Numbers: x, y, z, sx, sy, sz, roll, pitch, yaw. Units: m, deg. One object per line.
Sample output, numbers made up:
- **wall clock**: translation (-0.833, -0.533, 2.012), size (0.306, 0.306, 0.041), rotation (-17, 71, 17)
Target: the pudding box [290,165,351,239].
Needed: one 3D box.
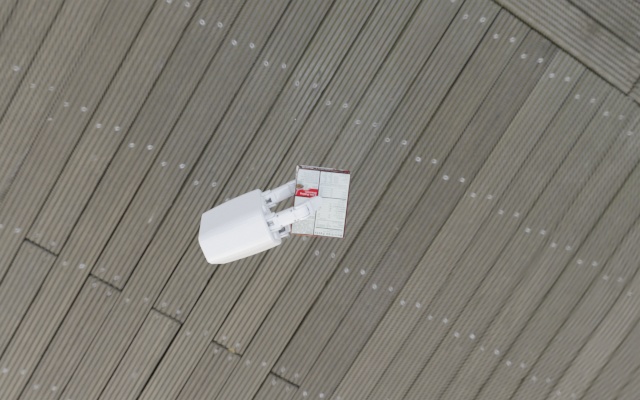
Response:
- **pudding box**: translation (0.000, 0.003, 0.780), size (0.090, 0.113, 0.039), rotation (6, 9, -4)
